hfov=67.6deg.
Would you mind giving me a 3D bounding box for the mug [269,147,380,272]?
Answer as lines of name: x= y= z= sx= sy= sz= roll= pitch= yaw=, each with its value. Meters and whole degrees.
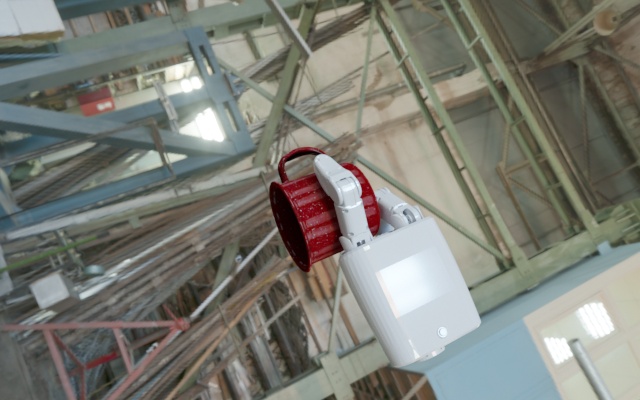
mug: x=0.000 y=0.000 z=0.471 sx=0.081 sy=0.117 sz=0.093 roll=-21 pitch=-10 yaw=-18
